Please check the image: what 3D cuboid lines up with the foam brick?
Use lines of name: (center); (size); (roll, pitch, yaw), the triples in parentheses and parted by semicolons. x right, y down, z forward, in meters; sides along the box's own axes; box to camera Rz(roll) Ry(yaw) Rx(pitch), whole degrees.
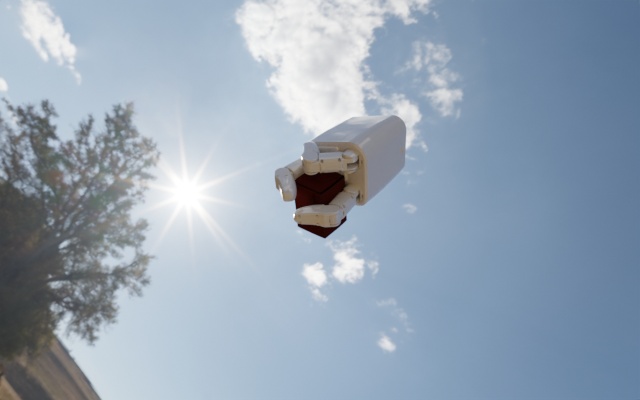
foam brick: (0.000, 0.002, 0.654); (0.053, 0.078, 0.051); (24, 45, 33)
